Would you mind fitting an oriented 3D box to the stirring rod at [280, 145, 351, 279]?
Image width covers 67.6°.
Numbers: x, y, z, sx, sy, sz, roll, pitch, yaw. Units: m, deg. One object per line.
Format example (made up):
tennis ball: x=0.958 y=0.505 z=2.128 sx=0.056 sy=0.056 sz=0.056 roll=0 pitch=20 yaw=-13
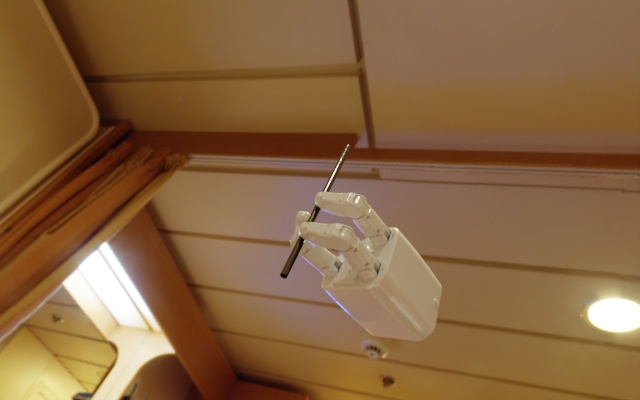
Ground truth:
stirring rod: x=0.000 y=0.002 z=0.574 sx=0.011 sy=0.011 sz=0.239 roll=0 pitch=39 yaw=24
